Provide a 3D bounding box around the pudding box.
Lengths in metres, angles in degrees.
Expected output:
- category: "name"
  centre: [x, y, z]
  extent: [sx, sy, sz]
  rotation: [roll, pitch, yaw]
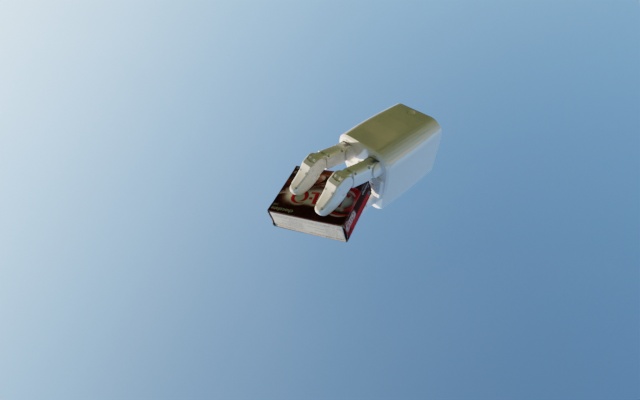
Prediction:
- category: "pudding box"
  centre: [0.000, 0.002, 0.634]
  extent: [0.113, 0.039, 0.090]
  rotation: [9, 48, 26]
